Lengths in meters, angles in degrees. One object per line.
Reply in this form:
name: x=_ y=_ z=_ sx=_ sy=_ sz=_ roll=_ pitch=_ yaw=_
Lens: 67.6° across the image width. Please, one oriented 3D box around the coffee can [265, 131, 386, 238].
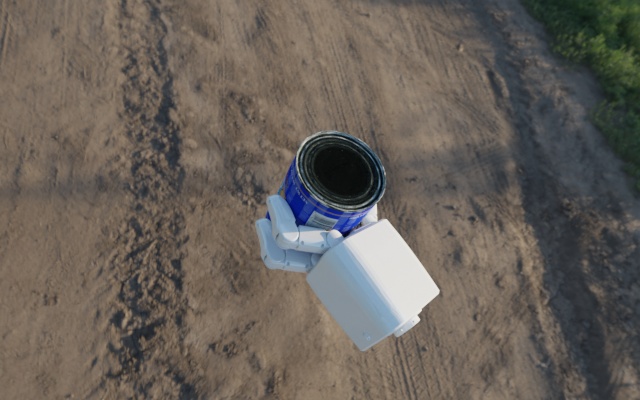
coffee can: x=0.000 y=0.002 z=0.557 sx=0.103 sy=0.102 sz=0.140 roll=0 pitch=-30 yaw=-22
